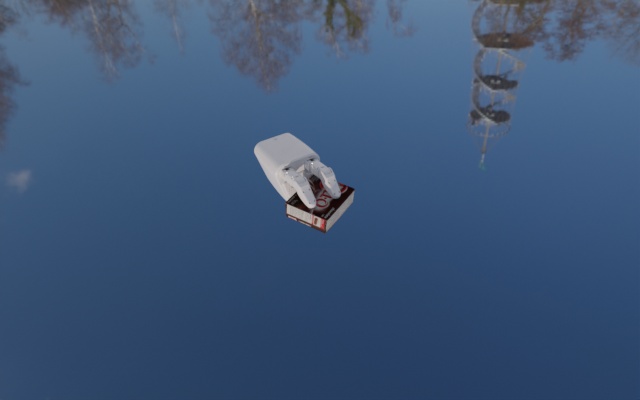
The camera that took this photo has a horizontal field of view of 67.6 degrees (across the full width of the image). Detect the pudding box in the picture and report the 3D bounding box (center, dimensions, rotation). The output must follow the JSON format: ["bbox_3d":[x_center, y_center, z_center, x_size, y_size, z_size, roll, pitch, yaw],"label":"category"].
[{"bbox_3d":[0.000,0.003,0.899,0.090,0.039,0.113,21,45,22],"label":"pudding box"}]
